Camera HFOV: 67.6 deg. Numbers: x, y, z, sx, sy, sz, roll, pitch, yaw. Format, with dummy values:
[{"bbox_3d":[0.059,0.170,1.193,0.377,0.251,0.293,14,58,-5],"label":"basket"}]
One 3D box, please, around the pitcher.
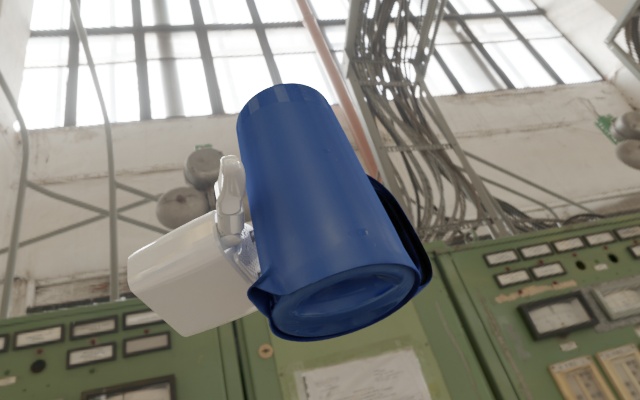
[{"bbox_3d":[0.000,0.002,0.469,0.145,0.242,0.149,-25,-35,9],"label":"pitcher"}]
